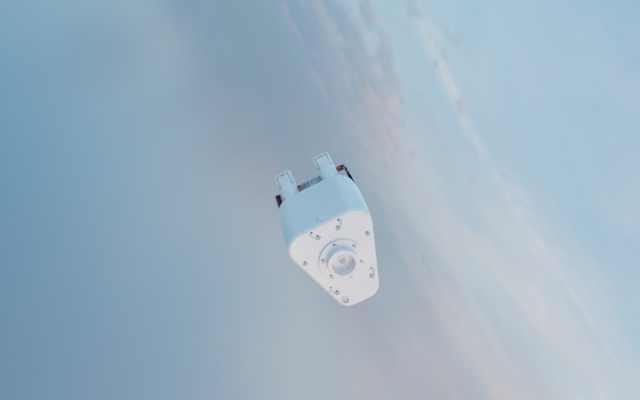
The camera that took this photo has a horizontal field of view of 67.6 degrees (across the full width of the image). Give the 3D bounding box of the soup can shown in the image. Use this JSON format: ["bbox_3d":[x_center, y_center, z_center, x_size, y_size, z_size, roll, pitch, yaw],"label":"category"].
[{"bbox_3d":[0.000,0.002,0.636,0.102,0.068,0.068,-26,-1,2],"label":"soup can"}]
